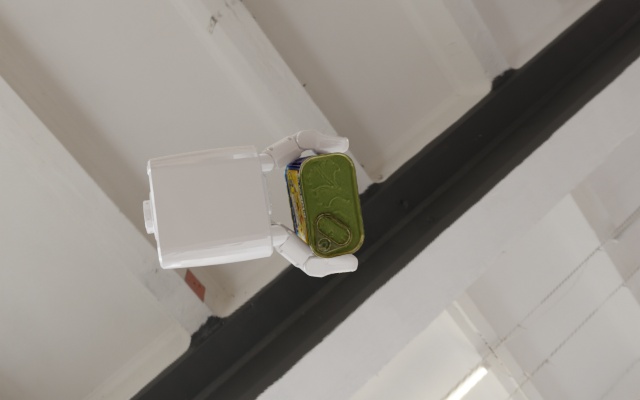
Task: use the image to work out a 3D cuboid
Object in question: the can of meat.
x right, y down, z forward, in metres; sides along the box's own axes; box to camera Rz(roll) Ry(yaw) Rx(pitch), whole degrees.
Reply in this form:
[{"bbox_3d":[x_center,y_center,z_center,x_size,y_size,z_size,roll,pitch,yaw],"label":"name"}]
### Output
[{"bbox_3d":[0.000,0.002,0.502,0.057,0.102,0.084,-11,8,-16],"label":"can of meat"}]
